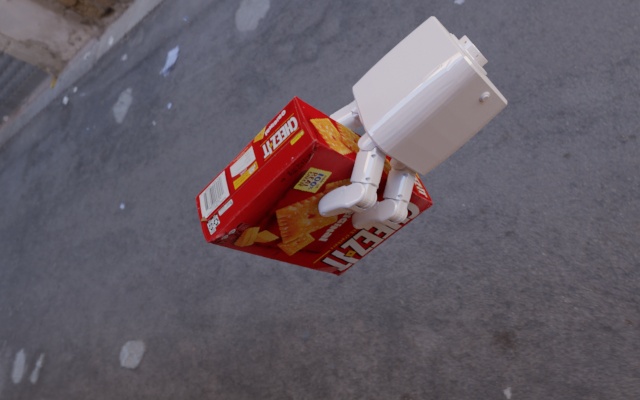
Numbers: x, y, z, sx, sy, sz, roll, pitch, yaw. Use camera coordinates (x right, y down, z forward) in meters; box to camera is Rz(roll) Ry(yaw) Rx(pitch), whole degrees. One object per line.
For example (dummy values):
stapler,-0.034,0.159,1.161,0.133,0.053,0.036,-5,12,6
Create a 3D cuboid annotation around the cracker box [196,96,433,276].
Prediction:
cracker box,0.000,0.002,0.530,0.164,0.072,0.214,-40,-39,25
